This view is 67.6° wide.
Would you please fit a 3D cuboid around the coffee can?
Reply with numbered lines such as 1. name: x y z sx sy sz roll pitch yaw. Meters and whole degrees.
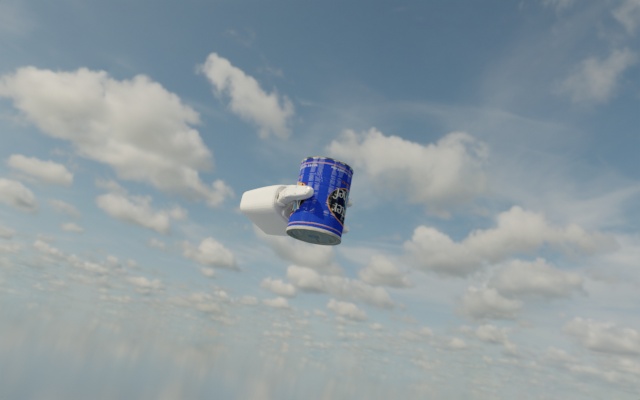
1. coffee can: 0.000 0.003 0.891 0.103 0.140 0.103 10 -18 3
